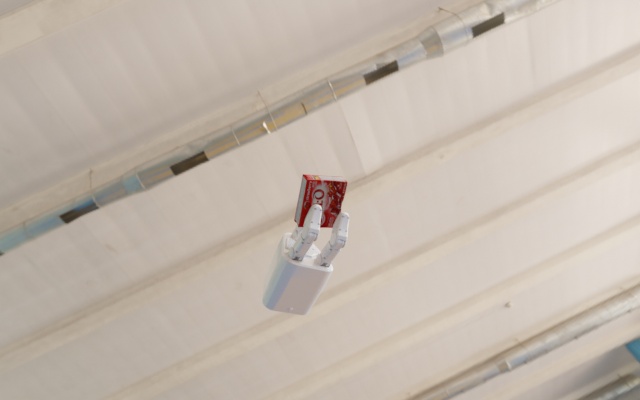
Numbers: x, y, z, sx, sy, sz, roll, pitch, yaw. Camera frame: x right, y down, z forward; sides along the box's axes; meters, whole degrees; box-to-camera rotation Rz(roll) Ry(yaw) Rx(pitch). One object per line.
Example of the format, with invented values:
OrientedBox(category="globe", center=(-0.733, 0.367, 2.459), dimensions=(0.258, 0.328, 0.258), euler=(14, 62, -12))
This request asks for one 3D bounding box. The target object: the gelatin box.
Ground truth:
OrientedBox(category="gelatin box", center=(0.000, 0.002, 0.805), dimensions=(0.073, 0.089, 0.030), euler=(3, 22, -22))
